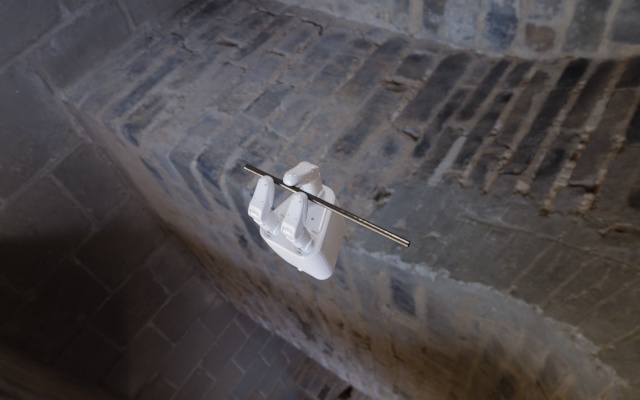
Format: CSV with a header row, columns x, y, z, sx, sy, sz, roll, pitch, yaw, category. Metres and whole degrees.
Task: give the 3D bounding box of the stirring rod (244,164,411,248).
x,y,z,sx,sy,sz,roll,pitch,yaw,category
0.000,0.002,0.581,0.239,0.011,0.011,26,11,25,stirring rod
